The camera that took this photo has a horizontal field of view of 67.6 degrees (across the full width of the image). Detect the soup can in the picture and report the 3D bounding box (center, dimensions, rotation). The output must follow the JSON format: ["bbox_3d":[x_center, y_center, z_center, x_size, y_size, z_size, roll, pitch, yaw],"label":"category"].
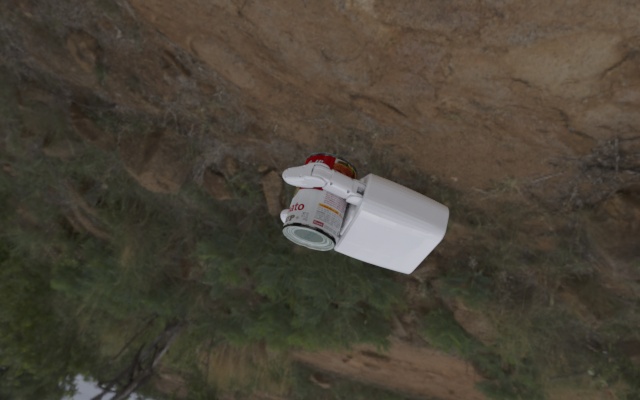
[{"bbox_3d":[0.000,0.002,0.585,0.068,0.102,0.068,15,-25,7],"label":"soup can"}]
